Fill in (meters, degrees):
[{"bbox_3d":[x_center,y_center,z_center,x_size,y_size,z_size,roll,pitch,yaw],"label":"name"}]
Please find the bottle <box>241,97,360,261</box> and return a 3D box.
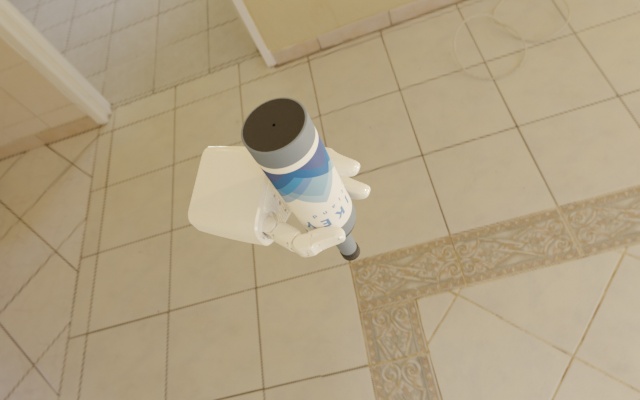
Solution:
[{"bbox_3d":[0.000,0.002,0.561,0.069,0.069,0.296,0,-29,20],"label":"bottle"}]
